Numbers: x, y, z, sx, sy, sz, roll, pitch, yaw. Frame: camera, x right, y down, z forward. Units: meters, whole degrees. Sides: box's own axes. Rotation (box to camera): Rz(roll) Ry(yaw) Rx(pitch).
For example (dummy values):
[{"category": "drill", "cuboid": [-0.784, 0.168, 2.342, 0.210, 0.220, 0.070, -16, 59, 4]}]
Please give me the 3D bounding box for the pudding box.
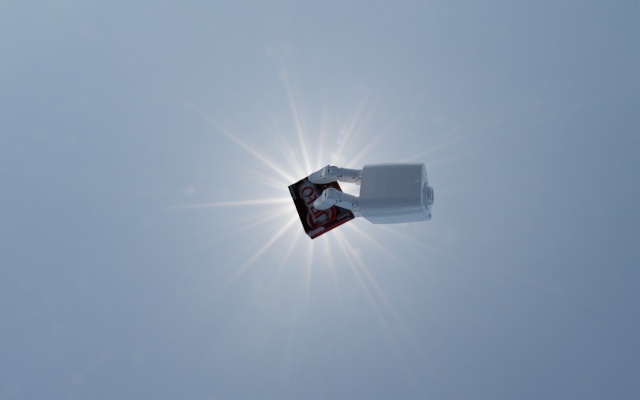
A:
[{"category": "pudding box", "cuboid": [0.000, 0.003, 0.864, 0.090, 0.113, 0.039, -27, -36, 5]}]
